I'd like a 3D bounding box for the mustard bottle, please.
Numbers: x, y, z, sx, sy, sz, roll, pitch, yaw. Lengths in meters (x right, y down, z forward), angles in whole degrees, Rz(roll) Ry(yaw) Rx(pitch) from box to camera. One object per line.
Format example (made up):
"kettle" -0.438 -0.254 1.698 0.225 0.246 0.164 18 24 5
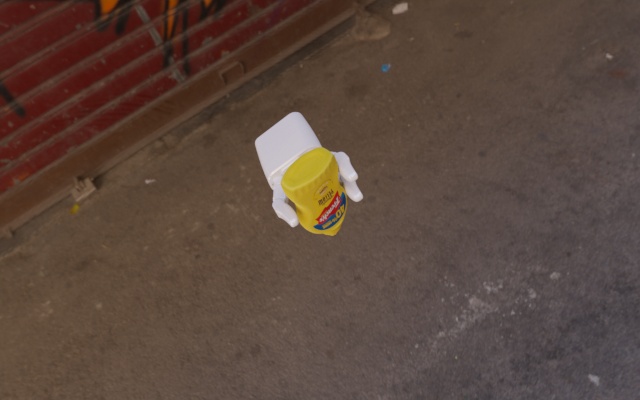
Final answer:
"mustard bottle" 0.000 0.003 0.818 0.058 0.096 0.192 35 -20 34
